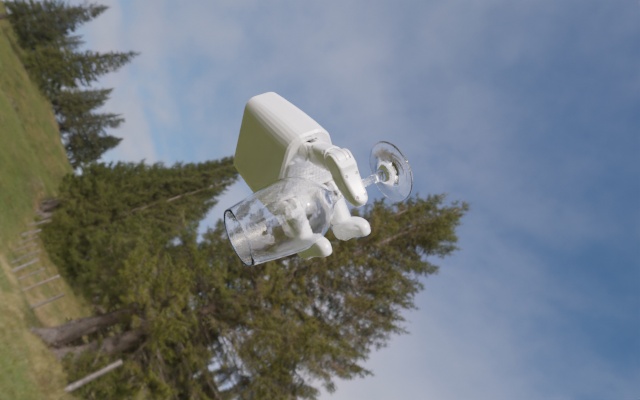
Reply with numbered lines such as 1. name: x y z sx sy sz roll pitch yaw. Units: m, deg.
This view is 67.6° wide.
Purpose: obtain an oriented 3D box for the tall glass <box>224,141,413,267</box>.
1. tall glass: 0.001 0.001 0.513 0.201 0.079 0.079 -24 11 -26
